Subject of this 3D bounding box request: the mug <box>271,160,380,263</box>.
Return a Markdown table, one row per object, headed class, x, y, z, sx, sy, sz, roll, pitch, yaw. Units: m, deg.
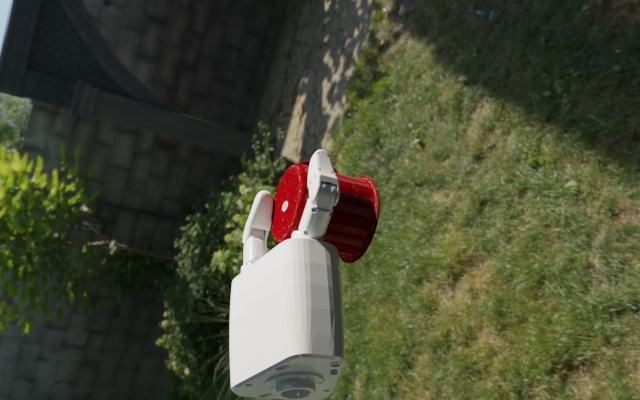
| class | x | y | z | sx | sy | sz | roll | pitch | yaw |
| --- | --- | --- | --- | --- | --- | --- | --- | --- | --- |
| mug | 0.000 | 0.000 | 0.489 | 0.081 | 0.117 | 0.093 | 13 | -43 | -22 |
